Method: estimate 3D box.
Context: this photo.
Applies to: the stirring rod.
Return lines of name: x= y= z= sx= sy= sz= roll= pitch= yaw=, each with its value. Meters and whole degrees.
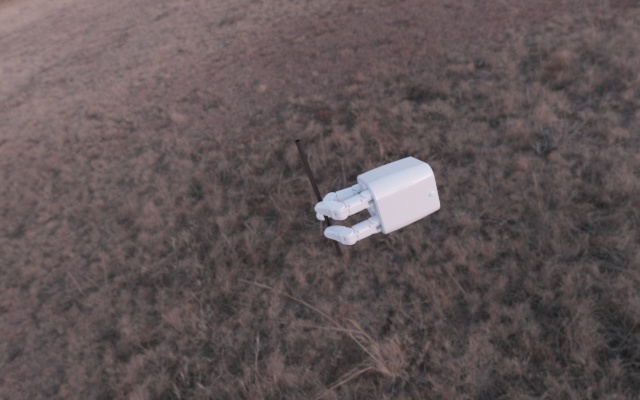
stirring rod: x=0.000 y=0.003 z=0.801 sx=0.011 sy=0.240 sz=0.011 roll=-14 pitch=33 yaw=10
